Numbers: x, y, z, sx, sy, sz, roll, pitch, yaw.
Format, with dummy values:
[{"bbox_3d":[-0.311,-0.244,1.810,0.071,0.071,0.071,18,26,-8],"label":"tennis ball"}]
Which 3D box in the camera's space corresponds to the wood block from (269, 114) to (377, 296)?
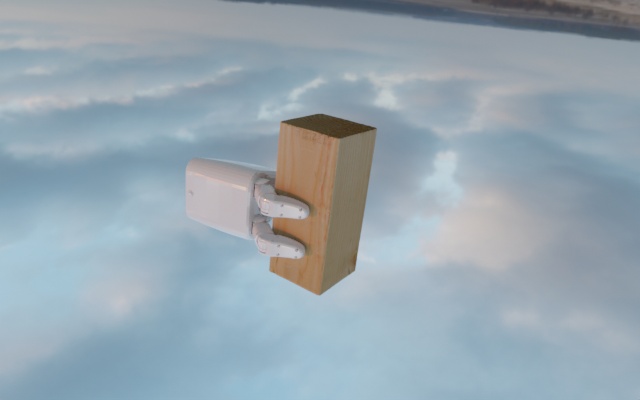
[{"bbox_3d":[0.000,0.002,0.619,0.090,0.206,0.091,20,27,30],"label":"wood block"}]
